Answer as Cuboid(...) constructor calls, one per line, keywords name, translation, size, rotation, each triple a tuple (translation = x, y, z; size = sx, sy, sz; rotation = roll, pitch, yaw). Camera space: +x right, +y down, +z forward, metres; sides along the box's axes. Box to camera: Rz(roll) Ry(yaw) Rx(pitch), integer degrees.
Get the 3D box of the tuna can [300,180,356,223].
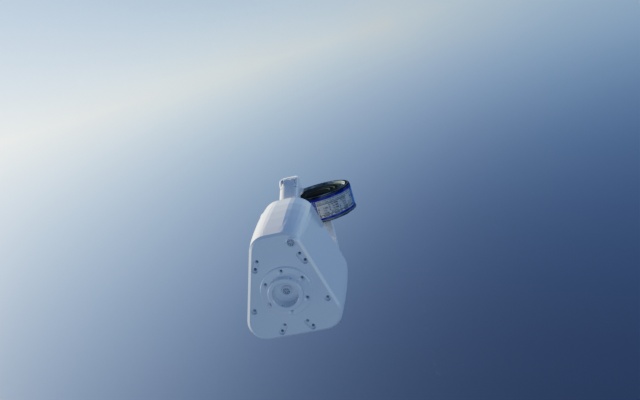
Cuboid(name="tuna can", translation=(0.000, 0.001, 0.608), size=(0.086, 0.034, 0.086), rotation=(-16, 12, 3))
